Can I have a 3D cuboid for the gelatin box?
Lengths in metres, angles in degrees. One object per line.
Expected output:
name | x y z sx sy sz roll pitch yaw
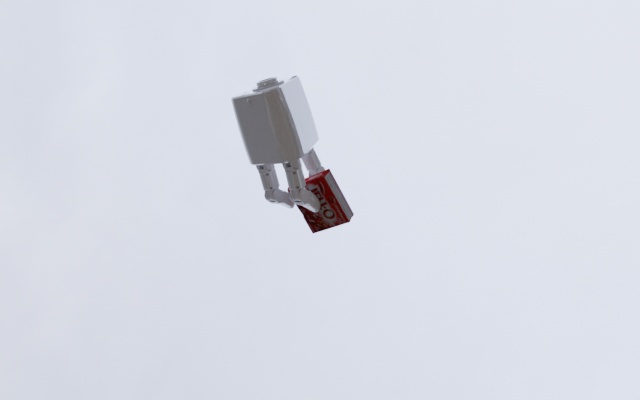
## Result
gelatin box | 0.000 0.003 0.761 0.073 0.089 0.030 -20 18 32
